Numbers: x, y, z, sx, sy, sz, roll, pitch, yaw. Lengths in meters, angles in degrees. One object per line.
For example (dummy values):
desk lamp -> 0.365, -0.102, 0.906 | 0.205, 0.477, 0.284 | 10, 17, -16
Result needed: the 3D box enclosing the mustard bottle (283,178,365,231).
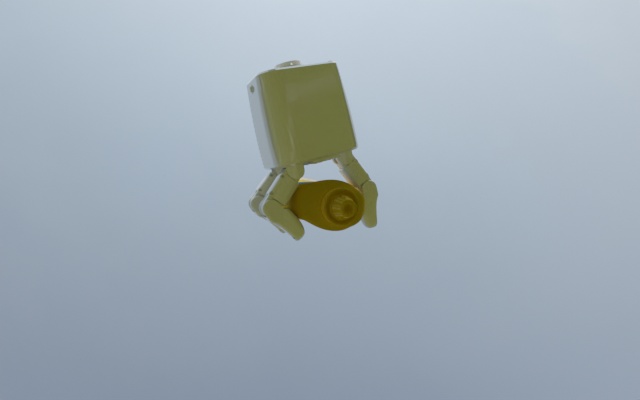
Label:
mustard bottle -> 0.000, 0.002, 0.581 | 0.096, 0.058, 0.191 | 10, 0, -18
